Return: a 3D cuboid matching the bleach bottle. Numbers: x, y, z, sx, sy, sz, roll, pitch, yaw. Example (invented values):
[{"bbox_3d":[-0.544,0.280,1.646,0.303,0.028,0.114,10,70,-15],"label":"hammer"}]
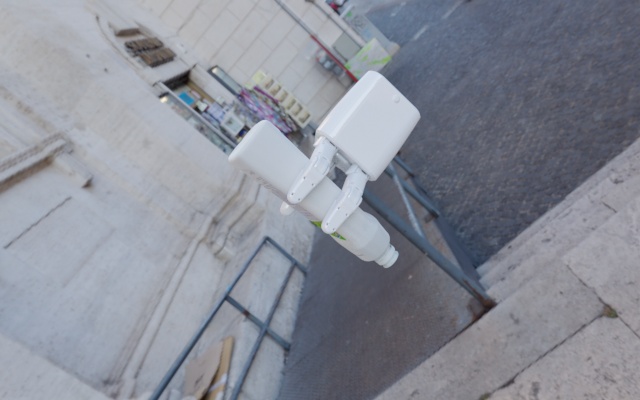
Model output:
[{"bbox_3d":[0.000,0.002,0.622,0.251,0.068,0.102,40,-8,-15],"label":"bleach bottle"}]
